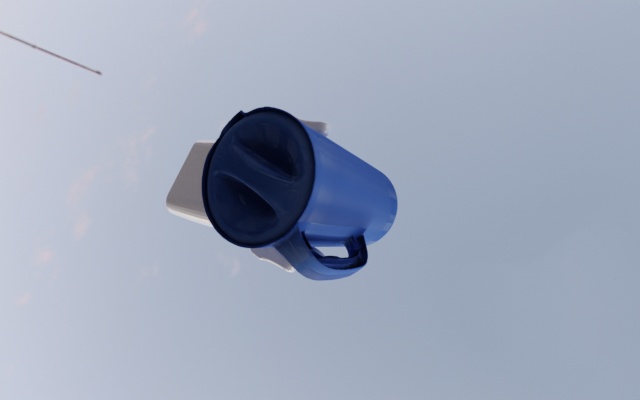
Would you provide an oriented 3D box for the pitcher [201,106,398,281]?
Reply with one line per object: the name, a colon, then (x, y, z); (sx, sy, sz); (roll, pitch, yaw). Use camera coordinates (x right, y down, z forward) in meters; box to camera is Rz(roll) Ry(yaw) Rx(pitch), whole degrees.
pitcher: (0.000, 0.002, 0.536); (0.145, 0.149, 0.243); (11, -2, 32)
